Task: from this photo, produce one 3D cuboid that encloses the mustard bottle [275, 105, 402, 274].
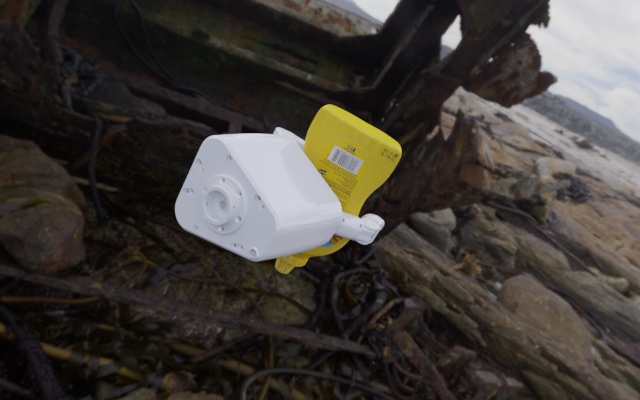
[{"bbox_3d":[0.000,0.001,0.517,0.096,0.192,0.058,29,20,-2],"label":"mustard bottle"}]
